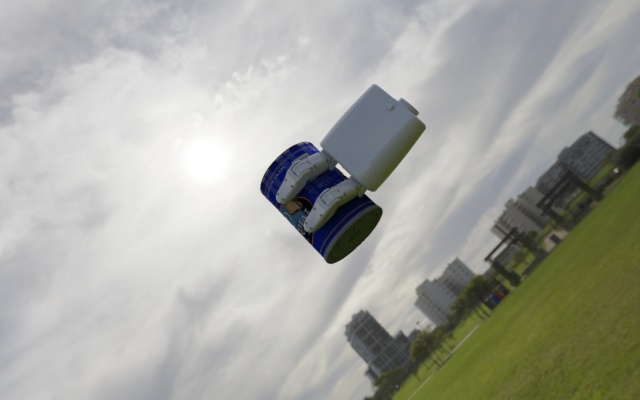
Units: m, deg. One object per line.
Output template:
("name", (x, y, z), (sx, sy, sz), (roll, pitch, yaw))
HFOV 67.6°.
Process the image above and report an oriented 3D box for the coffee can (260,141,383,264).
("coffee can", (0.000, 0.002, 0.655), (0.140, 0.103, 0.103), (45, 19, 21))
